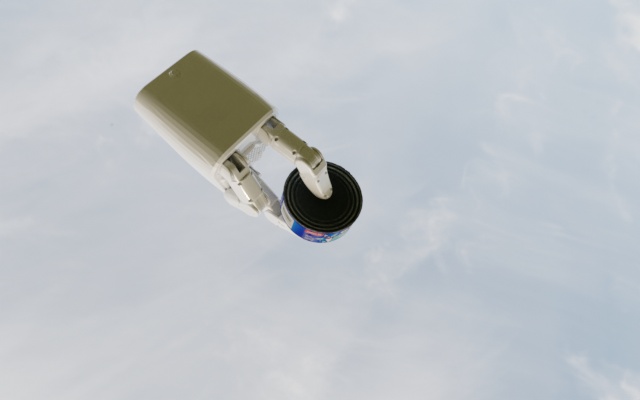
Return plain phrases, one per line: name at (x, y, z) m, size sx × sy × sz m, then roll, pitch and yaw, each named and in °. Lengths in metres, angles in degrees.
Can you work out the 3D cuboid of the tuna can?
tuna can at (0.000, 0.002, 0.515) m, size 0.086 × 0.086 × 0.034 m, roll 0°, pitch -26°, yaw -13°
